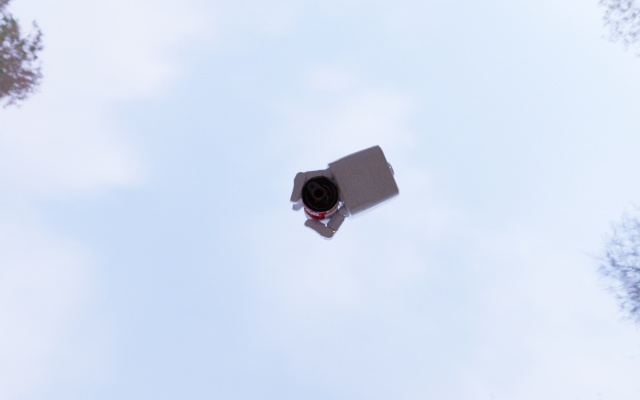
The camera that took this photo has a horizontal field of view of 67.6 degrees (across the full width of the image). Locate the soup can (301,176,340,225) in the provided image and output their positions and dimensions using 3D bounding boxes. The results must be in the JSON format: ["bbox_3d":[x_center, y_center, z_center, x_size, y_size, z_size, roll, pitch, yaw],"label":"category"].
[{"bbox_3d":[0.000,0.003,0.884,0.068,0.068,0.102,0,-17,0],"label":"soup can"}]
